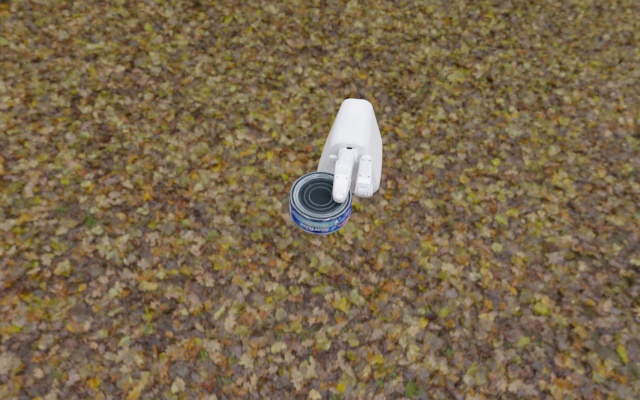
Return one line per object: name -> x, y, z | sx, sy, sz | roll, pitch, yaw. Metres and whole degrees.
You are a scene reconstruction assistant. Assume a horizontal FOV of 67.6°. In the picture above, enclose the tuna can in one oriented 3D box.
tuna can -> 0.000, 0.002, 0.650 | 0.086, 0.086, 0.034 | 0, -37, -2
